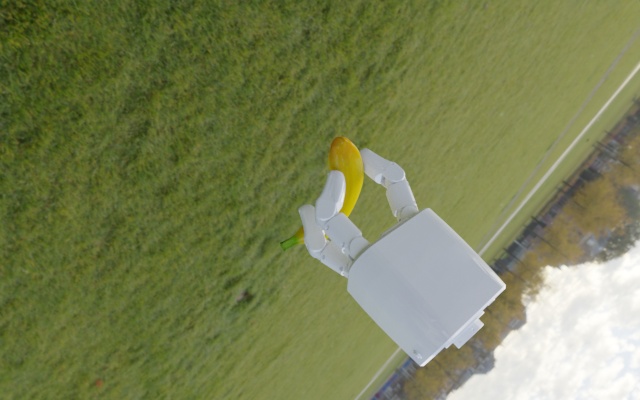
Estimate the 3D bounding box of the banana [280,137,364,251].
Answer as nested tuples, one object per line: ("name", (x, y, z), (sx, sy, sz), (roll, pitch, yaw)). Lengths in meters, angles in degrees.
("banana", (0.013, -0.002, 0.547), (0.069, 0.037, 0.198), (-21, -28, -37))
